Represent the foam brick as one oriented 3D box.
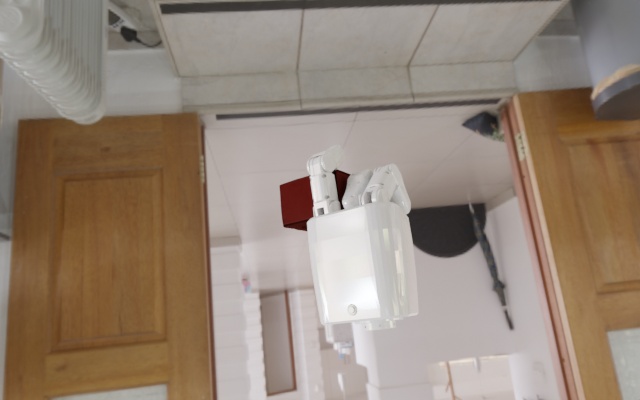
[{"bbox_3d":[0.000,0.002,0.538,0.078,0.051,0.053,-15,-16,32],"label":"foam brick"}]
